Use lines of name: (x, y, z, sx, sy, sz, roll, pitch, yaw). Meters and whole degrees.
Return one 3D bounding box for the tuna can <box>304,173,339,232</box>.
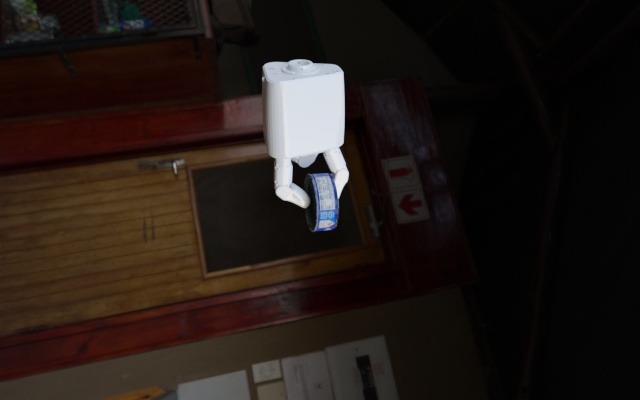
tuna can: (0.001, 0.002, 0.707, 0.034, 0.086, 0.086, -4, 1, -13)
